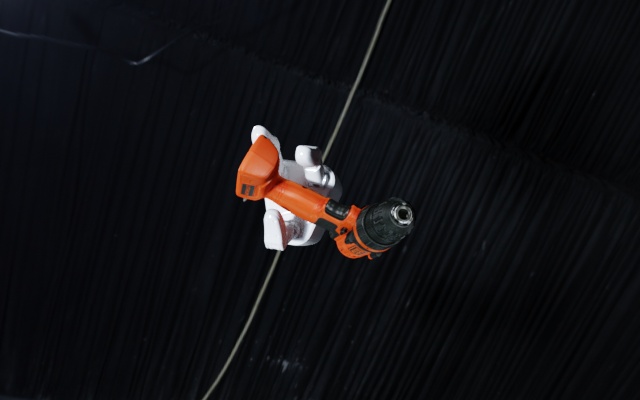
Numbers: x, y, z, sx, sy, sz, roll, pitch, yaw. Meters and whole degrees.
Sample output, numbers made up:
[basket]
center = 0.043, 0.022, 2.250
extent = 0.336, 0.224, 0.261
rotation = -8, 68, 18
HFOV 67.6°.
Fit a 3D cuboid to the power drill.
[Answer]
[power drill]
center = 0.000, 0.002, 0.533
extent = 0.187, 0.057, 0.184
rotation = 30, -19, -4
